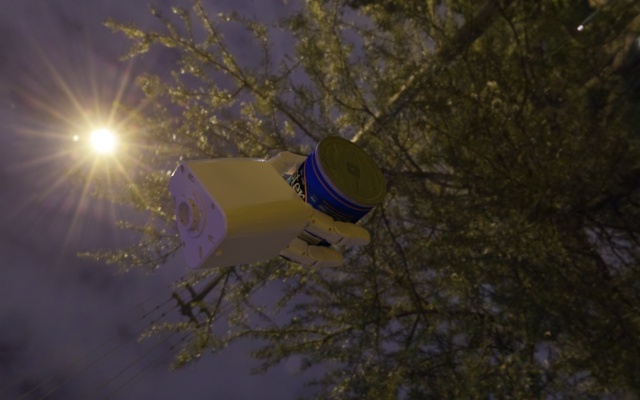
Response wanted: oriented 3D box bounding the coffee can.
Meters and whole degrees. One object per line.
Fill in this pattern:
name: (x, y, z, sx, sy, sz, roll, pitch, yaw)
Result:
coffee can: (0.000, 0.002, 0.606, 0.103, 0.102, 0.140, 0, -35, -43)
